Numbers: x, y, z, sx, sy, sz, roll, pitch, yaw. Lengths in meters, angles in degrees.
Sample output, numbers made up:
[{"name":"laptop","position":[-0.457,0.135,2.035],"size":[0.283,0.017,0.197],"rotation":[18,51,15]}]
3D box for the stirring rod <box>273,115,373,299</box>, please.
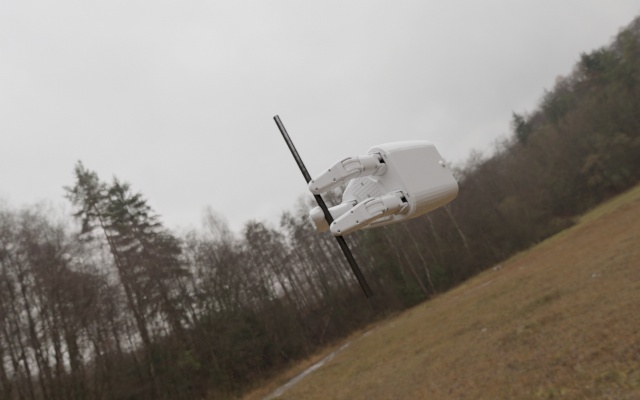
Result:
[{"name":"stirring rod","position":[0.000,0.002,0.549],"size":[0.011,0.239,0.011],"rotation":[-26,-14,-7]}]
